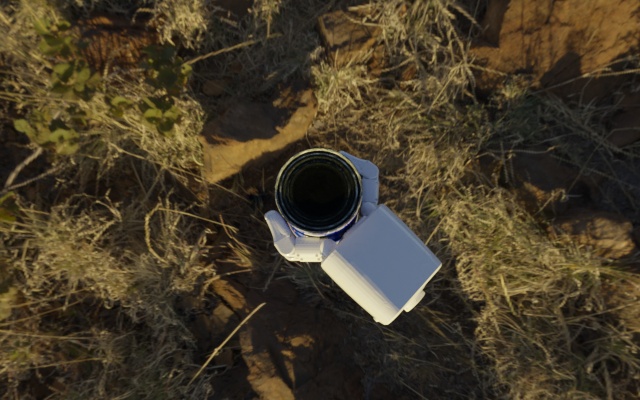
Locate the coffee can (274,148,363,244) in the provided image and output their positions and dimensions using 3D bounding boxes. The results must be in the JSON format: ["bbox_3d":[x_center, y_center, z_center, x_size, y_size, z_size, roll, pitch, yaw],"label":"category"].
[{"bbox_3d":[0.000,0.002,0.617,0.103,0.102,0.140,0,-12,2],"label":"coffee can"}]
